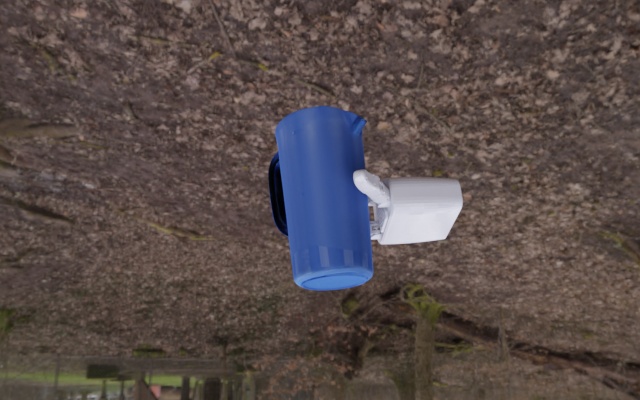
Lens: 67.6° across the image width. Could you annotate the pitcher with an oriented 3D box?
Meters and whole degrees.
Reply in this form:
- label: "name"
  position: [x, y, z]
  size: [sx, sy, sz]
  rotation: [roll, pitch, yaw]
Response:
- label: "pitcher"
  position: [0.000, 0.002, 0.689]
  size: [0.145, 0.242, 0.149]
  rotation: [-2, -22, -7]
